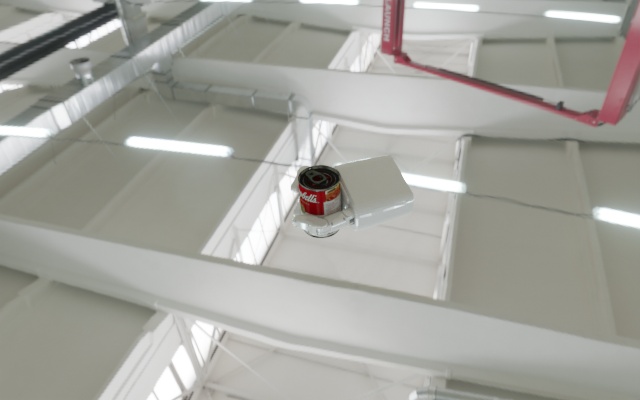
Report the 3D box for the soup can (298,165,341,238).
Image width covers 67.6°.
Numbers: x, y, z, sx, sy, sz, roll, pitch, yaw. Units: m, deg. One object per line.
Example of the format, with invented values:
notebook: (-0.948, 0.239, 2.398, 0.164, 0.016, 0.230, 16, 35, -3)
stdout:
soup can: (0.000, 0.003, 0.782, 0.068, 0.102, 0.068, -2, 38, 1)
